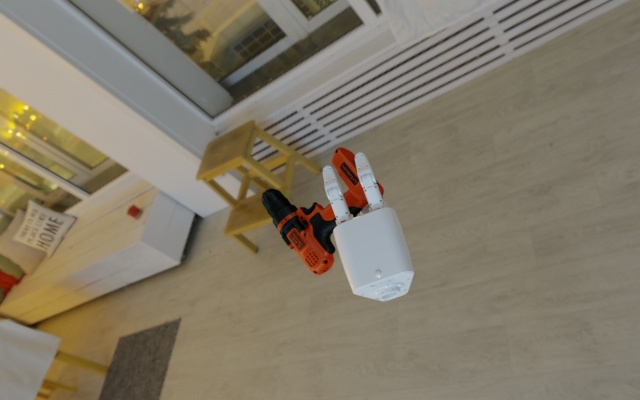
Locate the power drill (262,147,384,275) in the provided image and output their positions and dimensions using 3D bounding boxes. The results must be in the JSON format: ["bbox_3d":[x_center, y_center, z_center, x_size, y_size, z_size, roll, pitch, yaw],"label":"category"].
[{"bbox_3d":[0.001,0.003,0.804,0.188,0.184,0.057,-48,-22,21],"label":"power drill"}]
